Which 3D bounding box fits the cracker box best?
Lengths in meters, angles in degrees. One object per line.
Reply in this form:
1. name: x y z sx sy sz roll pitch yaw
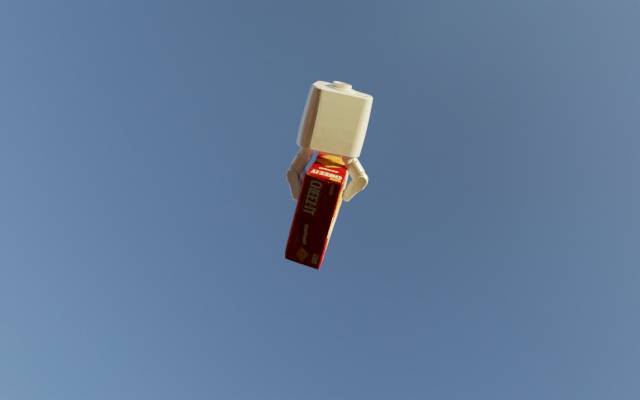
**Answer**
1. cracker box: 0.000 0.003 0.888 0.072 0.164 0.213 16 20 3
